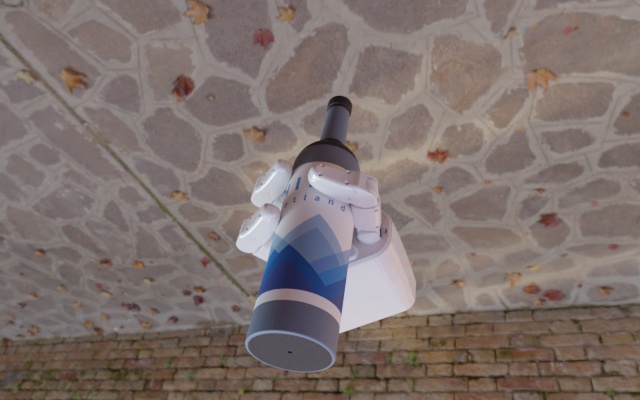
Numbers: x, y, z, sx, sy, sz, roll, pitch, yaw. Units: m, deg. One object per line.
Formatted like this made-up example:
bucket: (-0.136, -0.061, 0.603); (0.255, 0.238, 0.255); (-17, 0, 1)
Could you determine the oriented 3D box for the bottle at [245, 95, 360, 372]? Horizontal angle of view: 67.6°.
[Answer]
bottle: (0.000, 0.002, 0.440); (0.069, 0.295, 0.069); (7, -41, 6)
